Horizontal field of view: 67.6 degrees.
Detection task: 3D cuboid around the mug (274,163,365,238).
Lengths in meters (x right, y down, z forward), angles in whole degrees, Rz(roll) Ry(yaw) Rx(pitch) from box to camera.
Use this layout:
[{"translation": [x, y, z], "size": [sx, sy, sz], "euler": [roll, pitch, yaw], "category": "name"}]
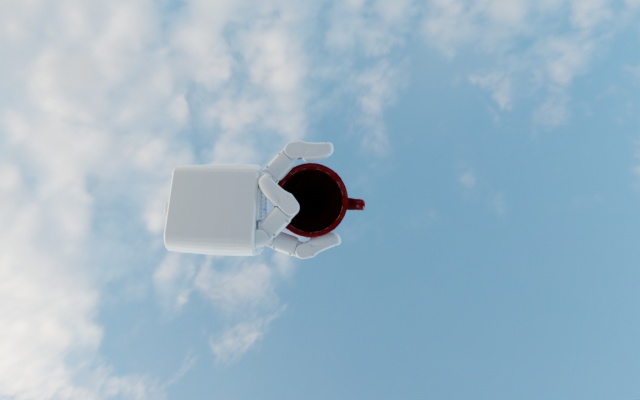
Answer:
[{"translation": [0.002, 0.002, 0.631], "size": [0.117, 0.093, 0.081], "euler": [1, -3, 0], "category": "mug"}]
